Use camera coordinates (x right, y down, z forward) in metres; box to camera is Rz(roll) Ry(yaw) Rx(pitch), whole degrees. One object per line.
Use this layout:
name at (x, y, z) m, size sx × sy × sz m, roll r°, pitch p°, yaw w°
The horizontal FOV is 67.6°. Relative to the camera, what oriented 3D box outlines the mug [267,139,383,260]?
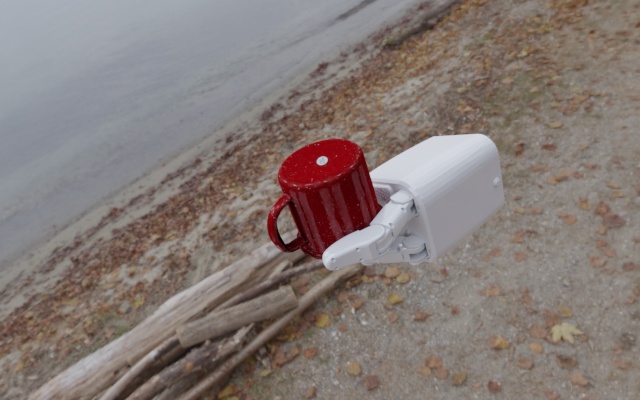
mug at (-0.001, 0.002, 0.446) m, size 0.117 × 0.081 × 0.093 m, roll -33°, pitch 35°, yaw -19°
